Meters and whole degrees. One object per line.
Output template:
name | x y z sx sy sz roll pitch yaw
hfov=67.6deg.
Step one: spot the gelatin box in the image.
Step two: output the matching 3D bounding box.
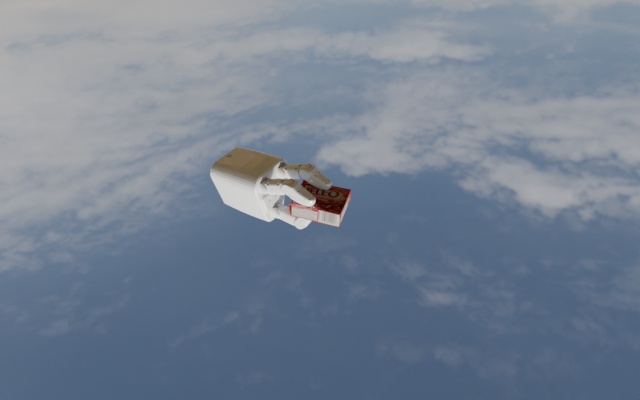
gelatin box | 0.000 0.003 0.810 0.089 0.030 0.073 13 39 12
